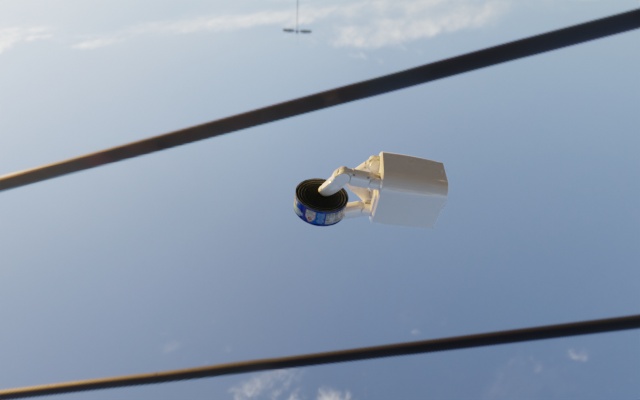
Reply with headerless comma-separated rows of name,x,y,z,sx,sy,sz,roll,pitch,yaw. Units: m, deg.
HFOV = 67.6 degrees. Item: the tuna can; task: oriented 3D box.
tuna can,0.000,0.003,0.768,0.086,0.034,0.086,7,38,-6
